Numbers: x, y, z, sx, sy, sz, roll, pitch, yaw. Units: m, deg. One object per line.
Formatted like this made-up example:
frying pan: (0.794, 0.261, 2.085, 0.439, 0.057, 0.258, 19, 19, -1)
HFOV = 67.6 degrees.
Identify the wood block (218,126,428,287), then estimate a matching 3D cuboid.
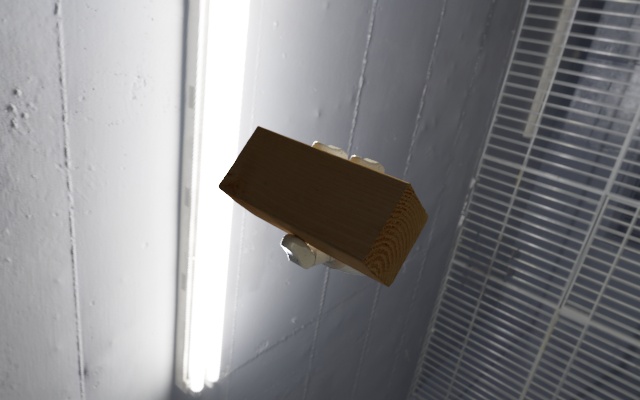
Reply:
wood block: (0.000, 0.002, 0.531, 0.206, 0.091, 0.090, 24, -12, 33)
